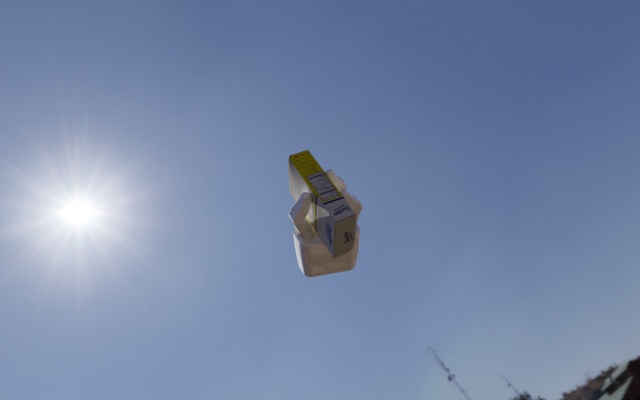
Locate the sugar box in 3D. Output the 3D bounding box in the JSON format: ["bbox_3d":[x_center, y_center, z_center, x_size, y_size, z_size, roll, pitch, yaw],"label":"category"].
[{"bbox_3d":[0.001,0.002,0.810,0.048,0.093,0.176,-21,50,-20],"label":"sugar box"}]
